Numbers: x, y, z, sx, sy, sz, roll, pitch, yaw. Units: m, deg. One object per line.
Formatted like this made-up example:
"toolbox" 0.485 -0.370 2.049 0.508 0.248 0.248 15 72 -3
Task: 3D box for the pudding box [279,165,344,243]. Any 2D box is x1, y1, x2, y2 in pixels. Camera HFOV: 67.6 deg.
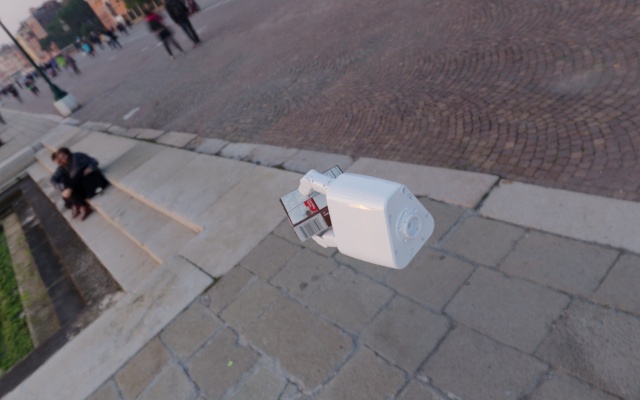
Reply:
"pudding box" 0.000 0.002 0.736 0.113 0.039 0.090 -29 33 -2
